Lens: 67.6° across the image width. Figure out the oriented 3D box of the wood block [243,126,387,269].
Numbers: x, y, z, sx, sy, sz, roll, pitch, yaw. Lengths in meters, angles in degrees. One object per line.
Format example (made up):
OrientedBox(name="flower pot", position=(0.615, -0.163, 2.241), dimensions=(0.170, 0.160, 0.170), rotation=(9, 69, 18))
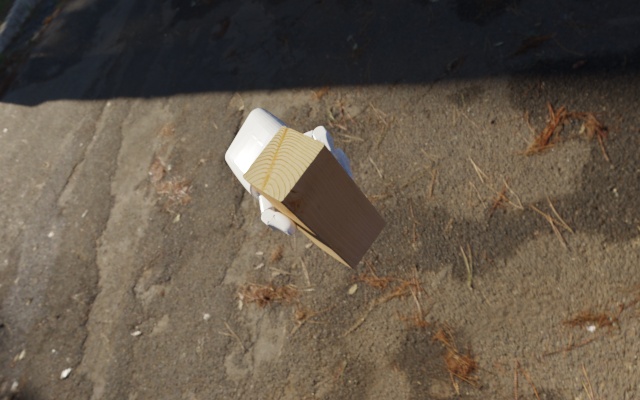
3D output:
OrientedBox(name="wood block", position=(0.000, 0.002, 0.670), dimensions=(0.090, 0.091, 0.206), rotation=(30, -11, 42))
